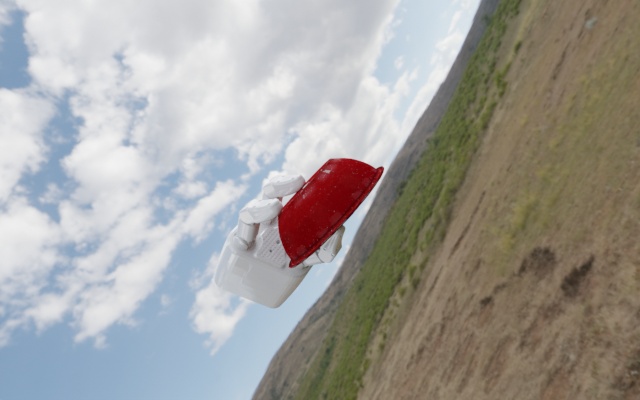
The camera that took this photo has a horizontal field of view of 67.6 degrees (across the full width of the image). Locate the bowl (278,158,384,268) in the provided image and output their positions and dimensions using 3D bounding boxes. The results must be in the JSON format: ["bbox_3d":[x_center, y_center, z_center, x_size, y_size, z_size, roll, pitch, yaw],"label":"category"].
[{"bbox_3d":[0.001,0.001,0.562,0.055,0.162,0.162,44,-4,-4],"label":"bowl"}]
